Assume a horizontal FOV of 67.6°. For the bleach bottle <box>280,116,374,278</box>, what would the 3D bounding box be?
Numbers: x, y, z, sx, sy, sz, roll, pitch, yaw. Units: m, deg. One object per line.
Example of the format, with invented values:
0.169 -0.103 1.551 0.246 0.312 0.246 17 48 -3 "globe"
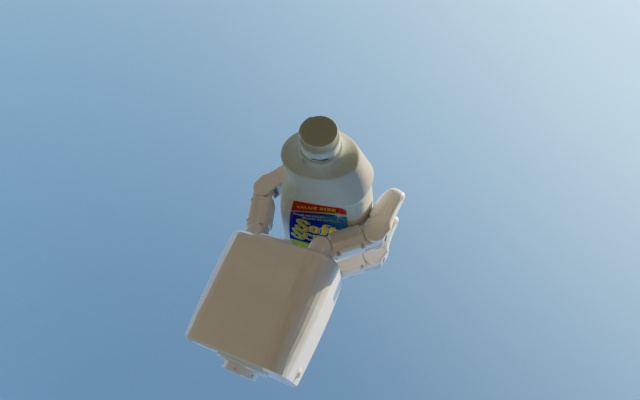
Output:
0.000 0.002 0.462 0.102 0.068 0.251 18 -23 13 "bleach bottle"
